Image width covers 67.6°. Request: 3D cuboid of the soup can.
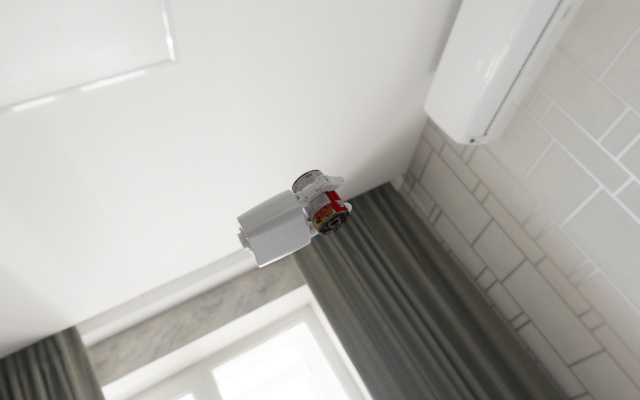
[{"bbox_3d":[0.000,0.002,0.862,0.068,0.102,0.068,-27,-26,-14],"label":"soup can"}]
